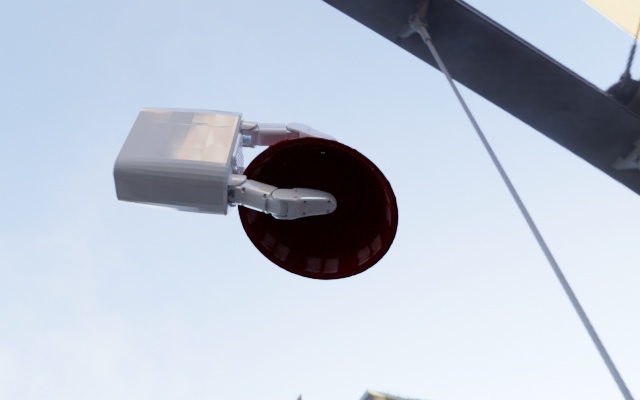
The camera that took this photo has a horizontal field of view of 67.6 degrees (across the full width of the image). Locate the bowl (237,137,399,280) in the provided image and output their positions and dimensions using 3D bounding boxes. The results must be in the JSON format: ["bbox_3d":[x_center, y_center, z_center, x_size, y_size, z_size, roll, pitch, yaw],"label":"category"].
[{"bbox_3d":[0.001,0.002,0.488,0.162,0.162,0.055,0,29,13],"label":"bowl"}]
